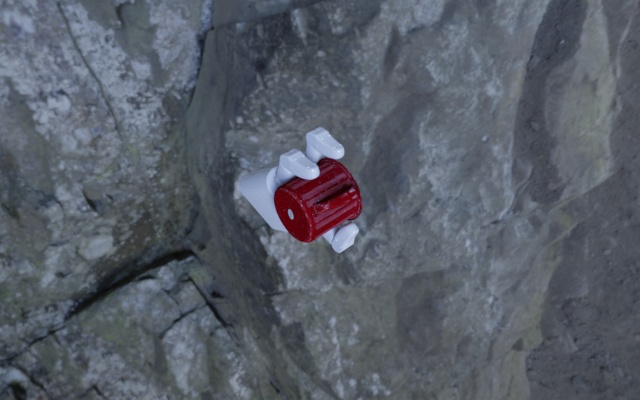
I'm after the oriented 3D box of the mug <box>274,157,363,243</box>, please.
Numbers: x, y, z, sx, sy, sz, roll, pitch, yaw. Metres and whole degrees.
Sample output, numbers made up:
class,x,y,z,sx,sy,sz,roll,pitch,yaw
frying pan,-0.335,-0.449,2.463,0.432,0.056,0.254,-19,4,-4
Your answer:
class,x,y,z,sx,sy,sz,roll,pitch,yaw
mug,0.001,0.002,0.608,0.081,0.093,0.117,-30,14,-30
